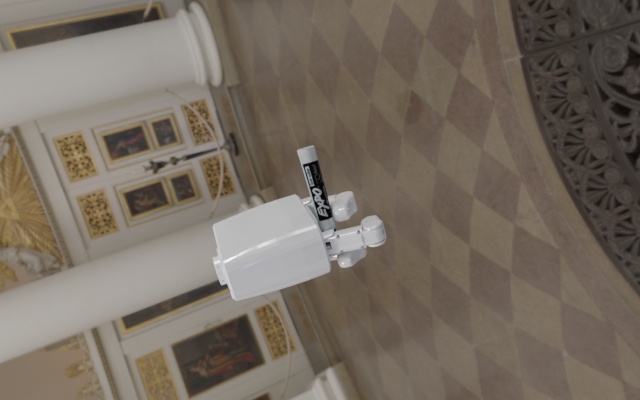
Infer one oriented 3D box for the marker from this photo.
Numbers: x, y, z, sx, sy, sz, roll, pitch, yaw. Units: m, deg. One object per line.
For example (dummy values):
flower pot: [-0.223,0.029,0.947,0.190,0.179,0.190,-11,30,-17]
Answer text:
marker: [0.000,0.002,0.514,0.020,0.121,0.020,-15,12,3]
